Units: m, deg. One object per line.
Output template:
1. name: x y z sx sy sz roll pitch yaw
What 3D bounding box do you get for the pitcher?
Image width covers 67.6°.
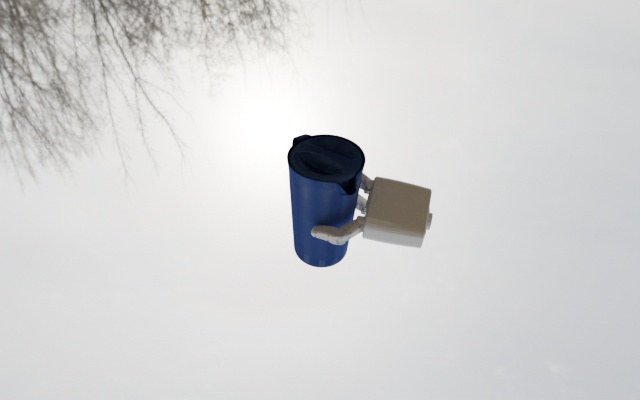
1. pitcher: 0.000 0.003 0.887 0.145 0.243 0.149 11 43 8
